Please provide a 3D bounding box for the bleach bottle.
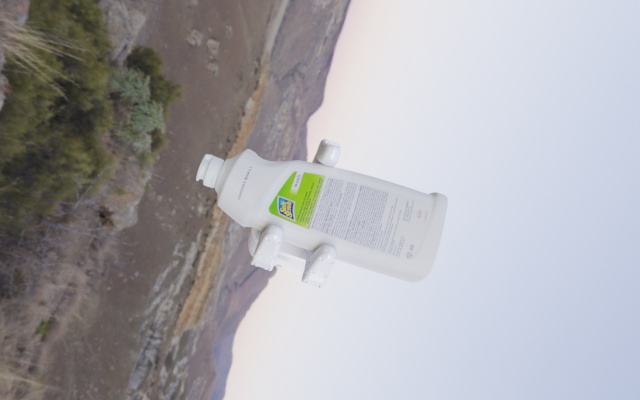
[{"bbox_3d":[0.000,0.002,0.495,0.251,0.102,0.068,20,-19,-7],"label":"bleach bottle"}]
